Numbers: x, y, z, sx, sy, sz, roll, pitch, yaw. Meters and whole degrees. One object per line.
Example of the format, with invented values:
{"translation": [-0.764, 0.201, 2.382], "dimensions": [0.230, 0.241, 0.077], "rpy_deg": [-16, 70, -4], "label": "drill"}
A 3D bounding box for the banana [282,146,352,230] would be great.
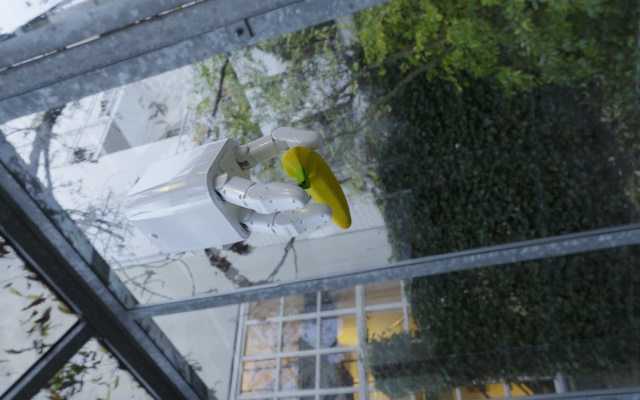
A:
{"translation": [-0.004, -0.017, 0.541], "dimensions": [0.037, 0.069, 0.198], "rpy_deg": [-15, -18, 13], "label": "banana"}
